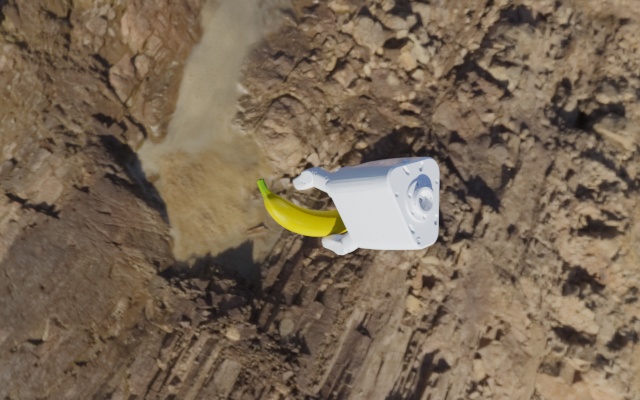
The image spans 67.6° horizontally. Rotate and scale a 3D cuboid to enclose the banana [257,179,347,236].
[{"bbox_3d":[-0.005,0.020,0.708,0.198,0.069,0.037,14,-13,-34],"label":"banana"}]
